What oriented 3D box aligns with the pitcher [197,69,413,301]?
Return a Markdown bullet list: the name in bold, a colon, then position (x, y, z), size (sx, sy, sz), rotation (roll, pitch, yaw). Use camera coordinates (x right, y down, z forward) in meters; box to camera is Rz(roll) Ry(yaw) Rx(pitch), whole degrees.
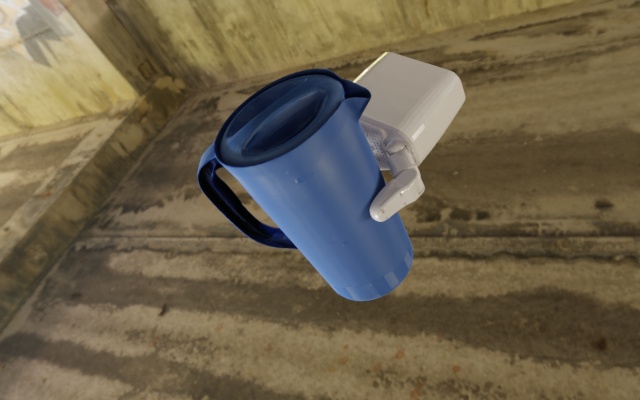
- **pitcher**: position (0.000, 0.002, 0.500), size (0.149, 0.145, 0.243), rotation (17, -31, 44)
